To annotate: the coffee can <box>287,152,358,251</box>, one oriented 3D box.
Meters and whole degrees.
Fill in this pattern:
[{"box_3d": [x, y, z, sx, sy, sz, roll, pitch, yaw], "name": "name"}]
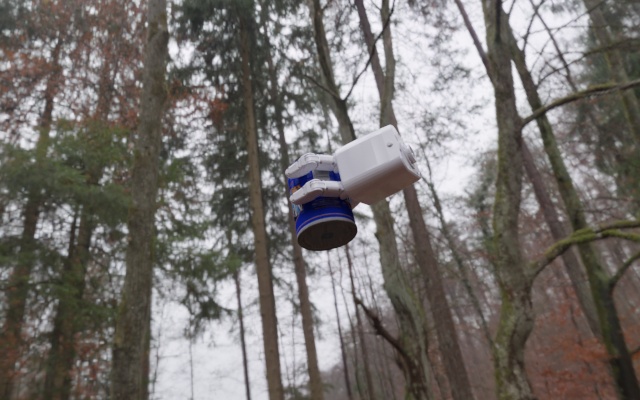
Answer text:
[{"box_3d": [0.000, 0.003, 0.831, 0.103, 0.140, 0.103, -8, -32, -5], "name": "coffee can"}]
